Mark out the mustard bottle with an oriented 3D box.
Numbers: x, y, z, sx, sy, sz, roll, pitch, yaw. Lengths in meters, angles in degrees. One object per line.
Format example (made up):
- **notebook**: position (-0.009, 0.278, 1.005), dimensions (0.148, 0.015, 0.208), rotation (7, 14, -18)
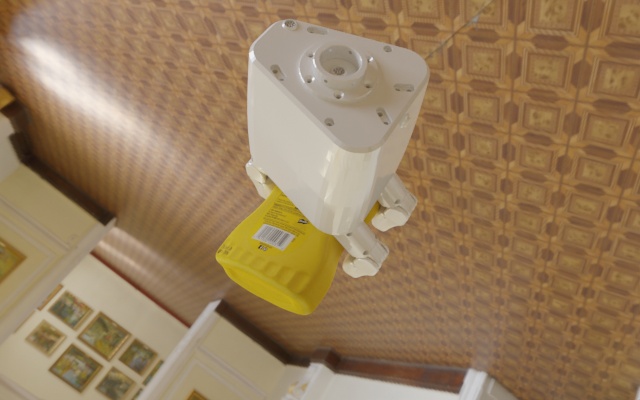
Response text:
- **mustard bottle**: position (0.000, 0.002, 0.427), dimensions (0.096, 0.191, 0.058), rotation (18, -32, 32)
